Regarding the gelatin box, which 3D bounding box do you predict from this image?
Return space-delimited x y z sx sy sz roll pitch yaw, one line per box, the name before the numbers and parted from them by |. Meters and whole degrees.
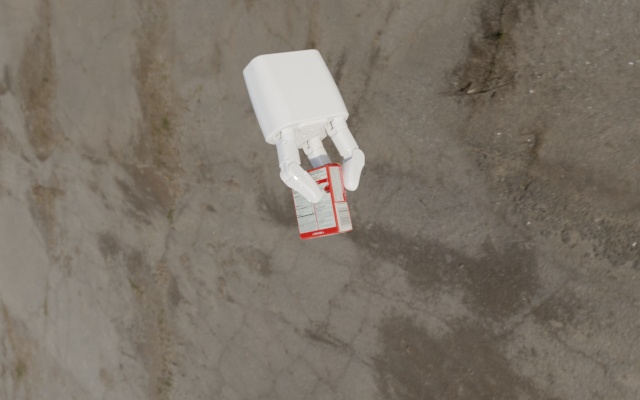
gelatin box | 0.000 0.002 0.626 0.073 0.089 0.030 -15 -7 44
